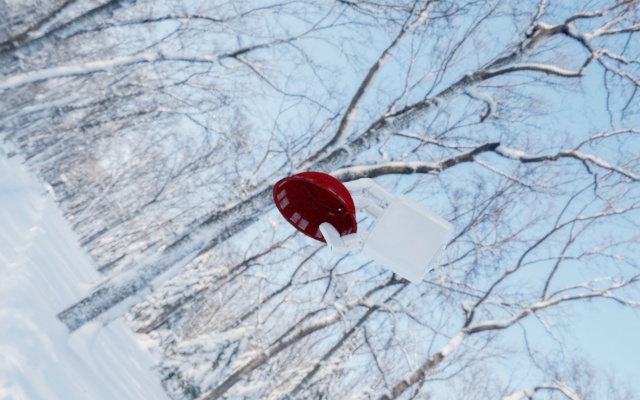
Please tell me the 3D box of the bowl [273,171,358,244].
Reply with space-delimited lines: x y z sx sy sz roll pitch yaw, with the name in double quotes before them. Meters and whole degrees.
"bowl" -0.001 0.002 0.819 0.162 0.055 0.162 21 -35 16
